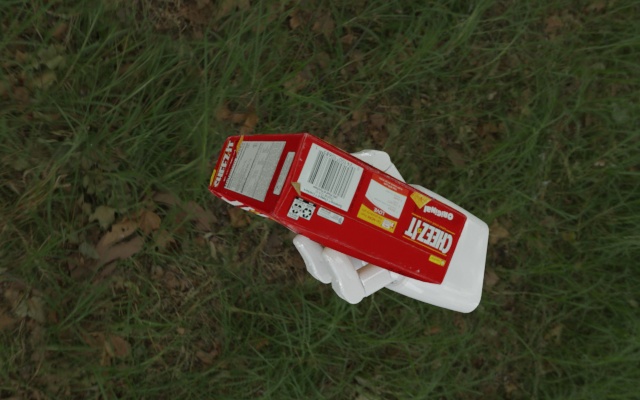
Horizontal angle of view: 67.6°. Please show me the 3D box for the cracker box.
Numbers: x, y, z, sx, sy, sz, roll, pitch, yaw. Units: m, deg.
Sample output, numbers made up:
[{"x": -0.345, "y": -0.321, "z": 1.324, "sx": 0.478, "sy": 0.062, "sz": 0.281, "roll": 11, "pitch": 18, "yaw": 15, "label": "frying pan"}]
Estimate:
[{"x": 0.000, "y": 0.001, "z": 0.451, "sx": 0.164, "sy": 0.072, "sz": 0.213, "roll": 24, "pitch": -4, "yaw": -26, "label": "cracker box"}]
